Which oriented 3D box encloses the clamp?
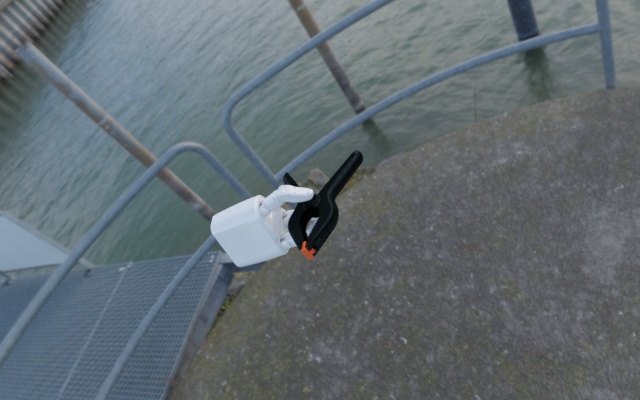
[{"bbox_3d":[-0.001,0.003,0.817,0.164,0.209,0.036,-21,-47,23],"label":"clamp"}]
